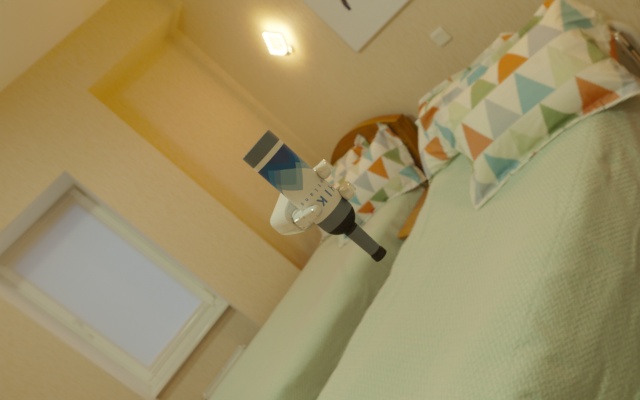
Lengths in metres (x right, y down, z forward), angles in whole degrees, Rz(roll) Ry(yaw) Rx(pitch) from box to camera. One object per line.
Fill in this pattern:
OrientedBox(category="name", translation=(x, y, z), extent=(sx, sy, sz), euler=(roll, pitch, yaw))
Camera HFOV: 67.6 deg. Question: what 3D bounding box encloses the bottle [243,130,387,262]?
OrientedBox(category="bottle", translation=(0.000, 0.003, 0.818), extent=(0.296, 0.069, 0.069), euler=(42, -10, -11))
